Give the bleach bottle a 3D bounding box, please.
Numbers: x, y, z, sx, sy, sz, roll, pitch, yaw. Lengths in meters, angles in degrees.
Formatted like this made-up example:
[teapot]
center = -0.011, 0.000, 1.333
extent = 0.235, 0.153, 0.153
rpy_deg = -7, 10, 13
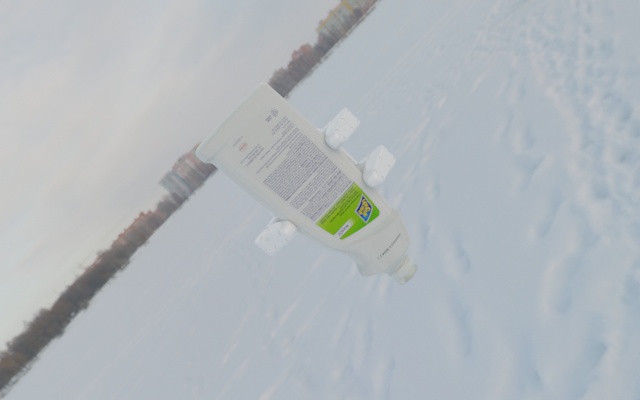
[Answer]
[bleach bottle]
center = 0.000, 0.002, 0.492
extent = 0.251, 0.102, 0.068
rpy_deg = 44, 0, -11
